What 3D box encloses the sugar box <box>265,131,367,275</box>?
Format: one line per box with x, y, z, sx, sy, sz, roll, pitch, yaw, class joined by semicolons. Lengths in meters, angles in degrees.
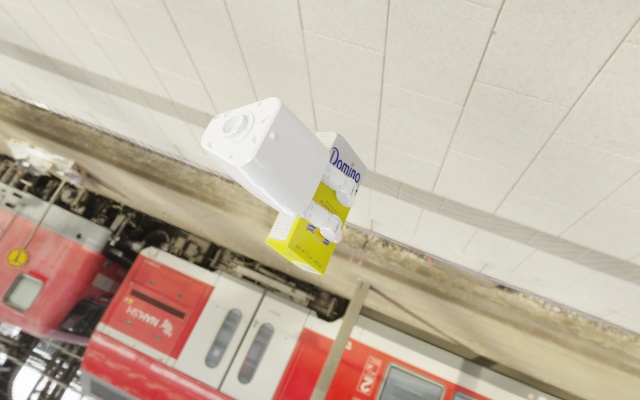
0.000;0.002;0.651;0.048;0.176;0.093;9;-25;39;sugar box
